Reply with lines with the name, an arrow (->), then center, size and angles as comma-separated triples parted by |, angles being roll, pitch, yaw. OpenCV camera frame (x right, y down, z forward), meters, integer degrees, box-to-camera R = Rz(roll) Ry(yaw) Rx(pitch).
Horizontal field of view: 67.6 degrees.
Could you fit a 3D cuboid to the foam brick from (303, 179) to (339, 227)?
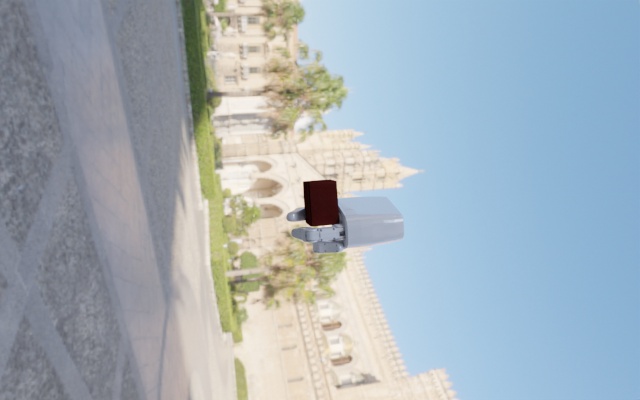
foam brick -> 0.000, 0.002, 0.831 | 0.051, 0.078, 0.053 | -5, 7, -11
